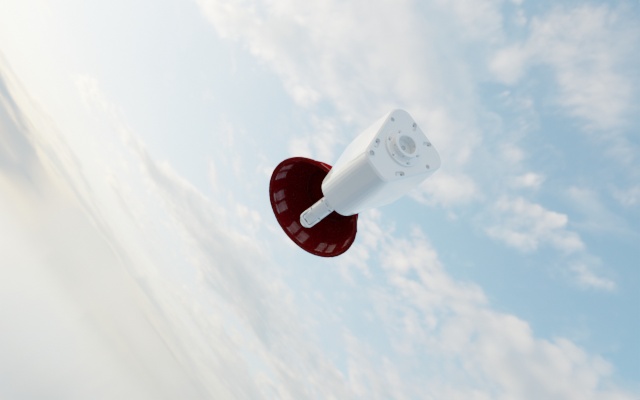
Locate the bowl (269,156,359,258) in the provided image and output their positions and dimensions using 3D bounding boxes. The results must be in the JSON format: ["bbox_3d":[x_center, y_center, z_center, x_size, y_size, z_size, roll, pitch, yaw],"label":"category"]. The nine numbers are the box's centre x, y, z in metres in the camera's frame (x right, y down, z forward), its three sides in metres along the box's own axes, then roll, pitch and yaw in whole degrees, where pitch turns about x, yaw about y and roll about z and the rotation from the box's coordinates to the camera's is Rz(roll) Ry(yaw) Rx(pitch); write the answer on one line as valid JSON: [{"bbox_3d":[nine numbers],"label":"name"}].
[{"bbox_3d":[-0.001,0.002,0.714,0.162,0.162,0.055,0,24,40],"label":"bowl"}]
